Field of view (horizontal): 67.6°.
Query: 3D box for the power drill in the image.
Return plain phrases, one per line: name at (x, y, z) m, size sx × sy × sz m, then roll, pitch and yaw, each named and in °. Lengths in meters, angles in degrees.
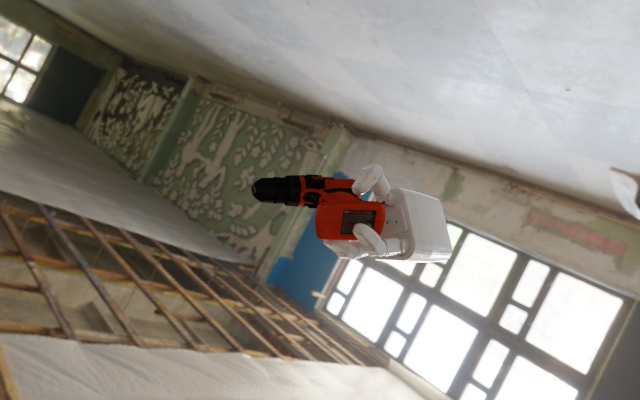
power drill at (0.001, 0.003, 0.726) m, size 0.184 × 0.057 × 0.187 m, roll -1°, pitch 18°, yaw -20°
